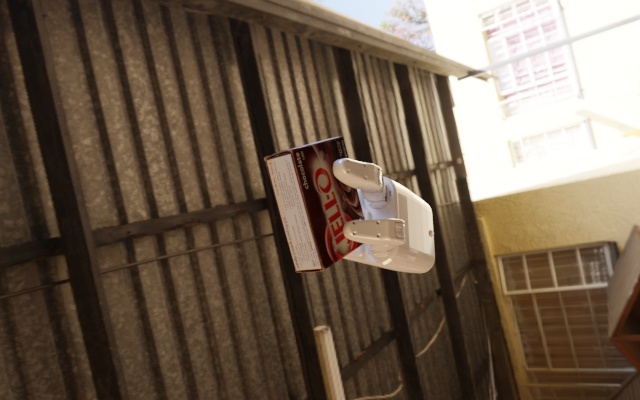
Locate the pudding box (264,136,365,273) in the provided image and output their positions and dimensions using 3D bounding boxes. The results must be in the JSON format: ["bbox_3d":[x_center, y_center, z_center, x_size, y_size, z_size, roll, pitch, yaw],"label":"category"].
[{"bbox_3d":[0.000,0.002,0.456,0.039,0.113,0.090,-13,7,35],"label":"pudding box"}]
